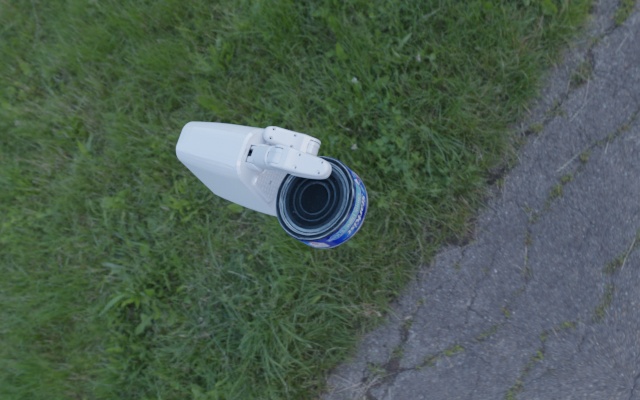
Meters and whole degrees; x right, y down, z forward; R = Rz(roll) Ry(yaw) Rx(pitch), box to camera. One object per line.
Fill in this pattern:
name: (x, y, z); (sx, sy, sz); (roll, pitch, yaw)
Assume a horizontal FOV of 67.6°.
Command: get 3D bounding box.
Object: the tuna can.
tuna can: (0.000, 0.001, 0.459); (0.086, 0.086, 0.034); (0, -17, 27)
